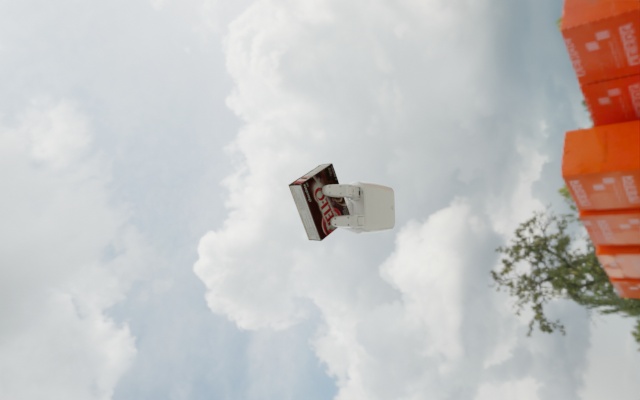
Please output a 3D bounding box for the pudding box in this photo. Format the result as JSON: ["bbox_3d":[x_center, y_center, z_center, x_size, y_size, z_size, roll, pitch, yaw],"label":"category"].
[{"bbox_3d":[0.000,0.003,0.848,0.039,0.113,0.090,-5,23,44],"label":"pudding box"}]
